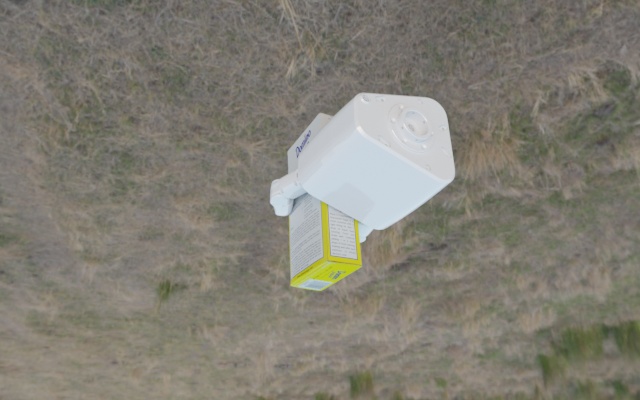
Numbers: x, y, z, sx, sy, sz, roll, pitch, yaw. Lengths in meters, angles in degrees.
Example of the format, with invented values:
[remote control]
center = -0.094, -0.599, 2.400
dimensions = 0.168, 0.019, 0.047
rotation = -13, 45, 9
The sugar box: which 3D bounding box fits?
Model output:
[sugar box]
center = 0.001, 0.002, 0.530
dimensions = 0.048, 0.176, 0.093
rotation = 13, -30, -24
